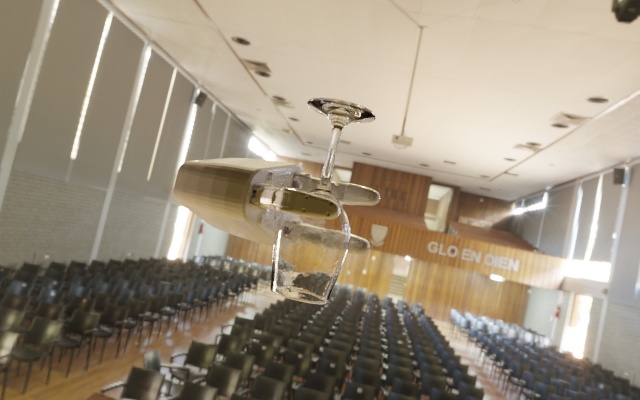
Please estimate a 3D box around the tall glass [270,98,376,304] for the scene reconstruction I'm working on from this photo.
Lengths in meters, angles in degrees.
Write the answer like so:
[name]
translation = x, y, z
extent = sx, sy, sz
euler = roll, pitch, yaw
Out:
[tall glass]
translation = 0.000, 0.001, 0.496
extent = 0.079, 0.201, 0.079
euler = 12, -4, 1
